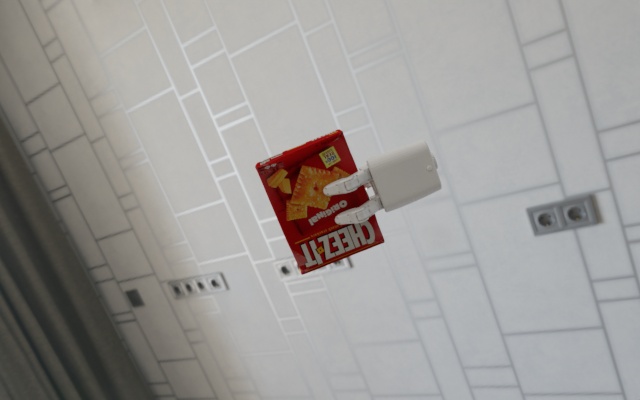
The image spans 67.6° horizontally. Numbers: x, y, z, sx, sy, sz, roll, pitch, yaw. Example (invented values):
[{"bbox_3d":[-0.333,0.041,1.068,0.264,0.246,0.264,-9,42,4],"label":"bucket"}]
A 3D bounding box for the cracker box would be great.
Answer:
[{"bbox_3d":[0.000,0.003,0.850,0.164,0.214,0.072,-22,11,2],"label":"cracker box"}]
